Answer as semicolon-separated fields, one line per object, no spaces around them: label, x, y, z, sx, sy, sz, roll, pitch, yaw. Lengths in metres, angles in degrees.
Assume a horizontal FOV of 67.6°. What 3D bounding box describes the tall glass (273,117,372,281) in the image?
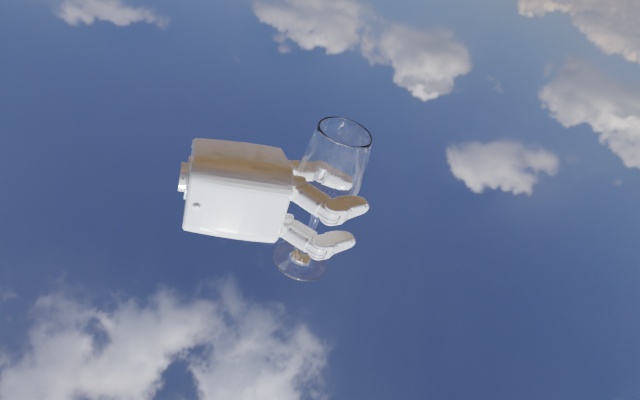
tall glass;0.000;0.002;0.572;0.079;0.201;0.079;13;36;-10
